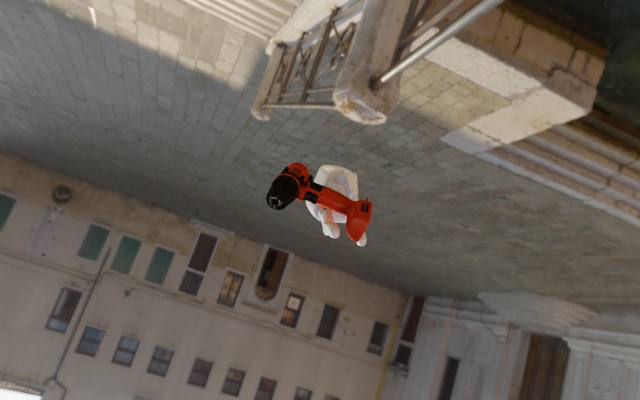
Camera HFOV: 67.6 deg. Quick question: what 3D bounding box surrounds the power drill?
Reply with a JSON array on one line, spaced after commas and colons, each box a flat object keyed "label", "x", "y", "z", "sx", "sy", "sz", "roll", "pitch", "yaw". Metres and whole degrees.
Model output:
[{"label": "power drill", "x": 0.001, "y": 0.003, "z": 0.875, "sx": 0.187, "sy": 0.057, "sz": 0.184, "roll": 29, "pitch": 24, "yaw": -1}]
